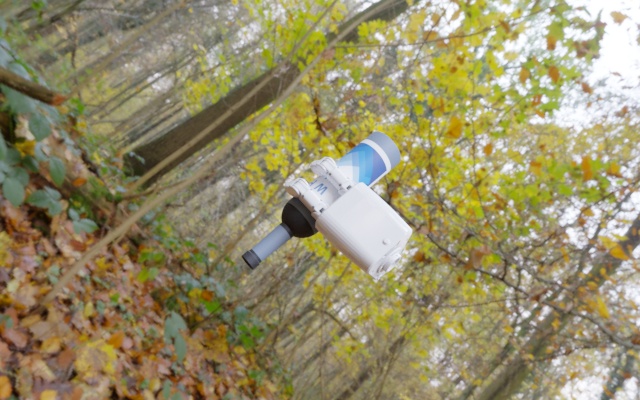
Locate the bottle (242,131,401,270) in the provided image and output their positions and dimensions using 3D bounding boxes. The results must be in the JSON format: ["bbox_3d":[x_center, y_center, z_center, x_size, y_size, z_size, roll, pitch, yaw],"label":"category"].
[{"bbox_3d":[0.000,0.002,0.746,0.295,0.069,0.069,-40,13,-17],"label":"bottle"}]
